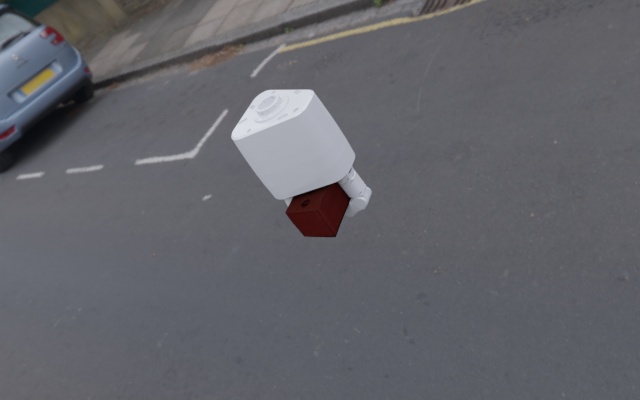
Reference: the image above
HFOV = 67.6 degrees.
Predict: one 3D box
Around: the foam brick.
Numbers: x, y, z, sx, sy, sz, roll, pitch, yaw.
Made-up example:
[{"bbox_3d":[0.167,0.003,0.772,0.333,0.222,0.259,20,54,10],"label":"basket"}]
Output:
[{"bbox_3d":[0.000,0.002,0.617,0.053,0.078,0.051,-4,-43,35],"label":"foam brick"}]
